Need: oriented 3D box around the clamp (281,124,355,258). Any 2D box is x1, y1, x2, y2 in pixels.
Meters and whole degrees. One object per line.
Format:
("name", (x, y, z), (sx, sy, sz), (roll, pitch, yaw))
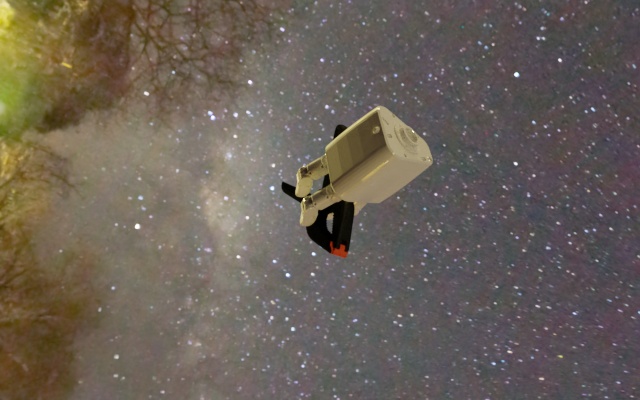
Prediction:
("clamp", (0.001, 0.003, 0.749), (0.036, 0.209, 0.165), (20, -43, -36))
